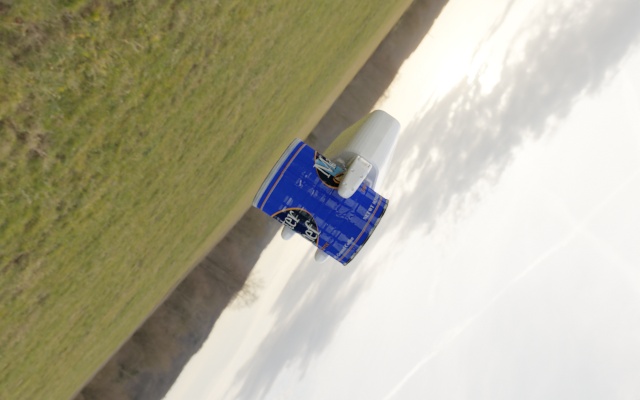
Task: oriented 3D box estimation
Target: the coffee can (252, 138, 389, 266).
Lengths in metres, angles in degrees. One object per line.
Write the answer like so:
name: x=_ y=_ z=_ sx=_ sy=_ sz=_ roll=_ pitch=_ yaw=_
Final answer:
coffee can: x=0.000 y=0.002 z=0.605 sx=0.140 sy=0.103 sz=0.103 roll=34 pitch=-1 yaw=-1
